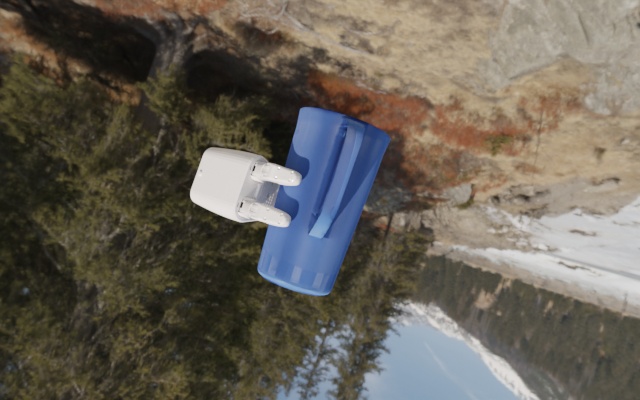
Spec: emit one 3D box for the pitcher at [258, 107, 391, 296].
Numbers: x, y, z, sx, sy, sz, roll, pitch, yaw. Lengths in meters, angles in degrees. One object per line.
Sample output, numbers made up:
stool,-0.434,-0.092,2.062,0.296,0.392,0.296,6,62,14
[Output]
pitcher,0.000,0.002,0.655,0.145,0.243,0.149,16,-3,35
